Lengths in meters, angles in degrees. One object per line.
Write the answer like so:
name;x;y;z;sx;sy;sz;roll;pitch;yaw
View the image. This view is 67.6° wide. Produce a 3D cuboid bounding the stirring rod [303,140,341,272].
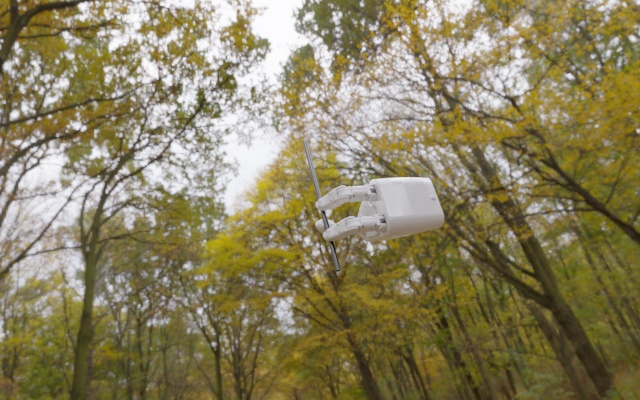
stirring rod;0.000;0.003;0.787;0.011;0.239;0.011;-12;-25;-6
